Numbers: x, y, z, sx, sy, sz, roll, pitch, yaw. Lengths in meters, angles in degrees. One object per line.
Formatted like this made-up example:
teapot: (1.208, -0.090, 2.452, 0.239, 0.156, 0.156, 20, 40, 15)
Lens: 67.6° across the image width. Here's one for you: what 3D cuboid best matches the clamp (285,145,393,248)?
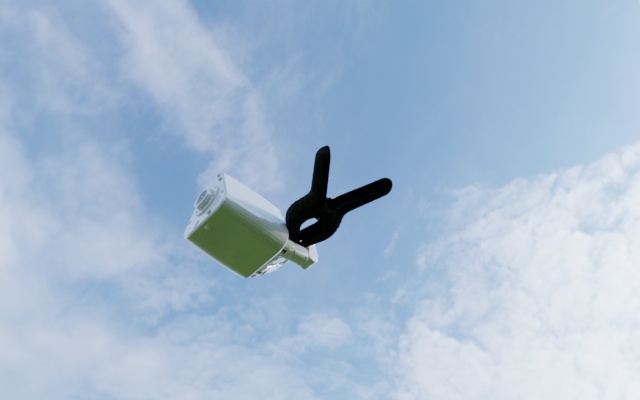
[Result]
clamp: (0.000, 0.002, 0.645, 0.120, 0.171, 0.039, 37, 23, -28)
